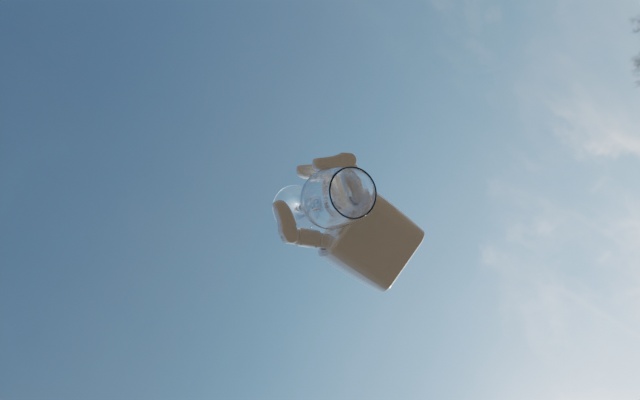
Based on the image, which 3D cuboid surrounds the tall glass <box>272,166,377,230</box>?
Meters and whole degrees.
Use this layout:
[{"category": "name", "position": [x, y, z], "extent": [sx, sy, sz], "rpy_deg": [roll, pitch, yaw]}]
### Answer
[{"category": "tall glass", "position": [0.000, 0.002, 0.639], "extent": [0.079, 0.079, 0.201], "rpy_deg": [0, -7, -22]}]
